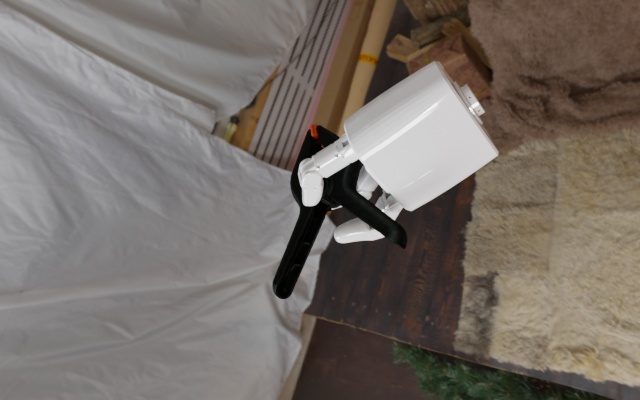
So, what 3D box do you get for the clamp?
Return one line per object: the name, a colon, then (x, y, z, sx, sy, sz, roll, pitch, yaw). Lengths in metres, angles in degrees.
clamp: (0.000, 0.001, 0.543, 0.164, 0.209, 0.036, -32, -42, 22)
